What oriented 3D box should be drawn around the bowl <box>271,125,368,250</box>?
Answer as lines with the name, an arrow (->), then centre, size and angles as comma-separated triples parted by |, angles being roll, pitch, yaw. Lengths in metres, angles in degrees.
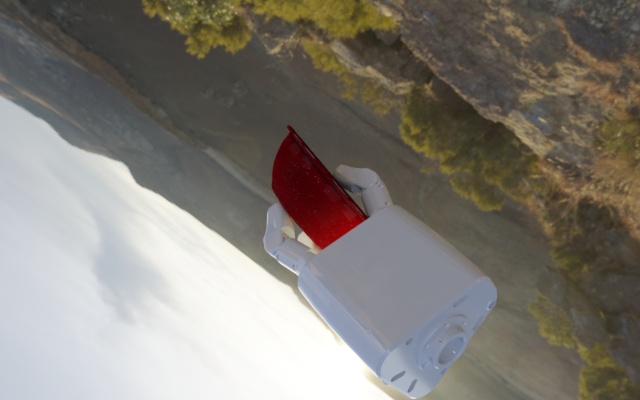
bowl -> -0.001, 0.001, 0.487 | 0.055, 0.162, 0.162 | -40, -3, 4
